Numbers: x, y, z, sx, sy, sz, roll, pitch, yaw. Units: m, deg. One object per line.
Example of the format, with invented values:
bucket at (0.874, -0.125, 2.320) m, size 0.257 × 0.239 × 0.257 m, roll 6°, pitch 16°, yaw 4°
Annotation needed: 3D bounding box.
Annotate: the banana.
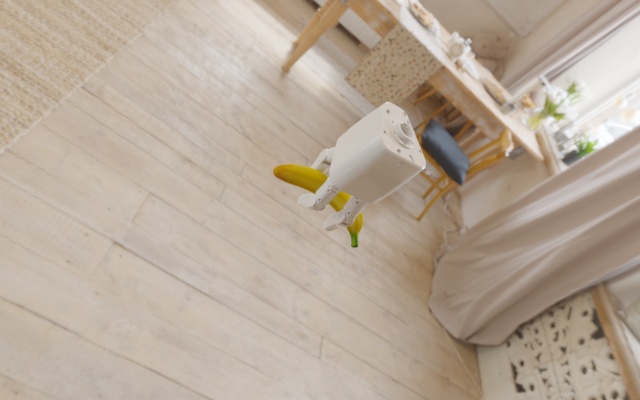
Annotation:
banana at (0.009, -0.008, 0.799) m, size 0.198 × 0.069 × 0.037 m, roll 42°, pitch -44°, yaw -16°
